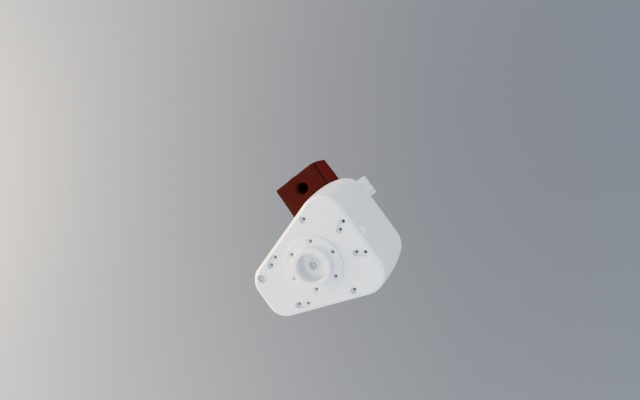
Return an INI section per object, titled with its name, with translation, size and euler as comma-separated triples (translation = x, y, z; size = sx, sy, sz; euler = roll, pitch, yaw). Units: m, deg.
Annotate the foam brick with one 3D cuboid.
[foam brick]
translation = 0.000, 0.002, 0.519
size = 0.053, 0.078, 0.051
euler = -37, -2, 17
